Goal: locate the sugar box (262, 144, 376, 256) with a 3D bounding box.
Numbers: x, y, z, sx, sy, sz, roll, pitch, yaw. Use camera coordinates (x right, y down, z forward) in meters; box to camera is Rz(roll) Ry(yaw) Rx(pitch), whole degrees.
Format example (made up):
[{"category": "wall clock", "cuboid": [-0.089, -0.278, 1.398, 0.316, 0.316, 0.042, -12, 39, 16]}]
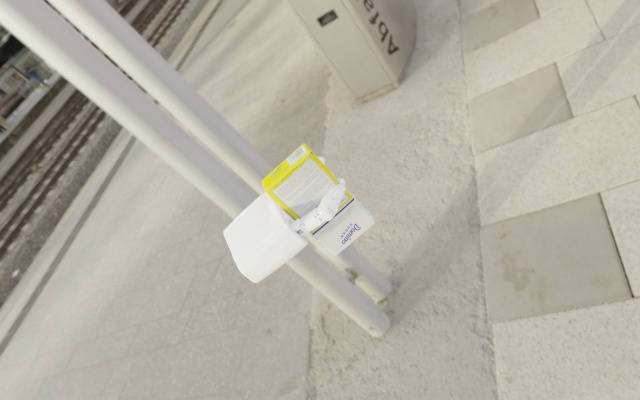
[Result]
[{"category": "sugar box", "cuboid": [0.000, 0.002, 0.765, 0.176, 0.093, 0.048, 45, 8, -32]}]
